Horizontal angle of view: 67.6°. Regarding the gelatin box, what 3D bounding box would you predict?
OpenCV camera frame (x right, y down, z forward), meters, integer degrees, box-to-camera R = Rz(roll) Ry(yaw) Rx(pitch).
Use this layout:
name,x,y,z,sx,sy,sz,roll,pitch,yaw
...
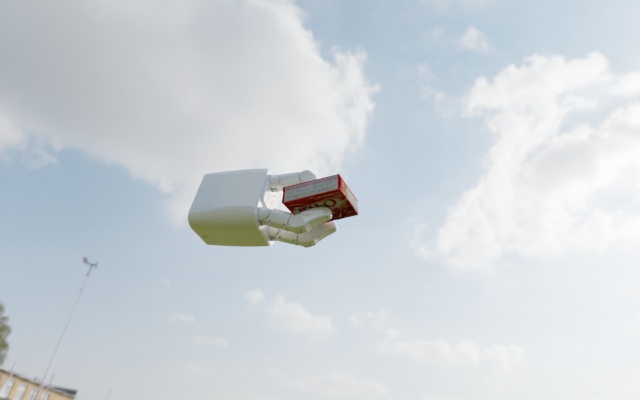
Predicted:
name,x,y,z,sx,sy,sz,roll,pitch,yaw
gelatin box,0.000,0.002,0.676,0.089,0.030,0.073,-14,-36,19
